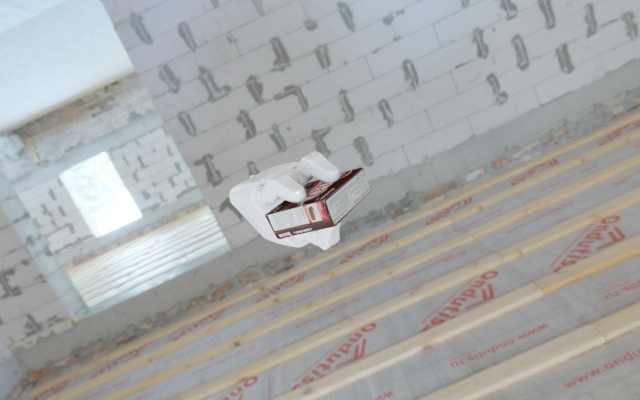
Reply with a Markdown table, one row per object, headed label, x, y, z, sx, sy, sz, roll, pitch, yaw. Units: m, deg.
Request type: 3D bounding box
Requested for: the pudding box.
| label | x | y | z | sx | sy | sz | roll | pitch | yaw |
| --- | --- | --- | --- | --- | --- | --- | --- | --- | --- |
| pudding box | 0.000 | 0.002 | 0.591 | 0.090 | 0.039 | 0.113 | -16 | 16 | 34 |
